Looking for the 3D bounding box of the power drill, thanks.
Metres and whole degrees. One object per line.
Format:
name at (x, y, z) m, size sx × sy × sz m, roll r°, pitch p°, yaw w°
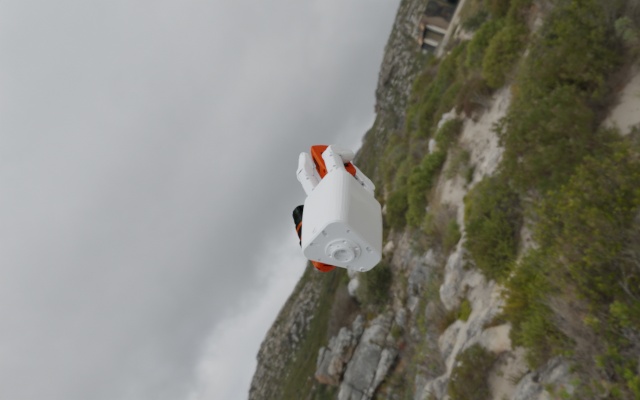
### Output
power drill at (0.000, 0.002, 0.833) m, size 0.057 × 0.188 × 0.184 m, roll -1°, pitch 29°, yaw -21°
